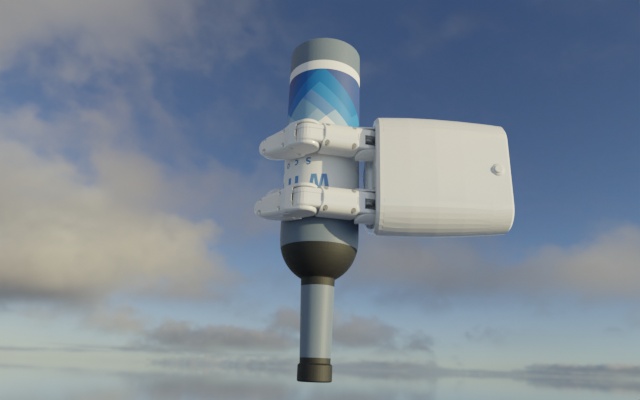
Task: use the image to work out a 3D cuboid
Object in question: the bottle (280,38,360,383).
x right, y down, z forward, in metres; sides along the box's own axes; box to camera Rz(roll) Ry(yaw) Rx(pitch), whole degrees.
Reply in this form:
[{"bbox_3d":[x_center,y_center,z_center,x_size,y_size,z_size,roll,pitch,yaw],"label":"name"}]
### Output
[{"bbox_3d":[0.000,0.001,0.417,0.069,0.295,0.069,2,-19,1],"label":"bottle"}]
